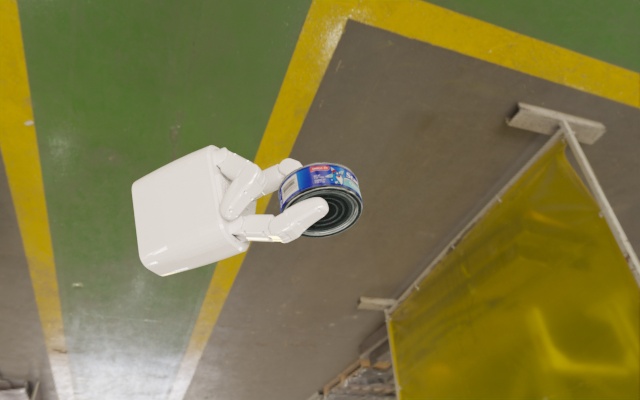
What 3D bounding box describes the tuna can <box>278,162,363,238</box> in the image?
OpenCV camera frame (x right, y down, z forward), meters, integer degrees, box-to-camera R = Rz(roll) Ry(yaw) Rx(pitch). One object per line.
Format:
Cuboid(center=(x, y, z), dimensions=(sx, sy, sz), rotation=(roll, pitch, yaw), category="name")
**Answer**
Cuboid(center=(0.000, 0.002, 0.495), dimensions=(0.086, 0.033, 0.086), rotation=(-6, -39, -5), category="tuna can")
